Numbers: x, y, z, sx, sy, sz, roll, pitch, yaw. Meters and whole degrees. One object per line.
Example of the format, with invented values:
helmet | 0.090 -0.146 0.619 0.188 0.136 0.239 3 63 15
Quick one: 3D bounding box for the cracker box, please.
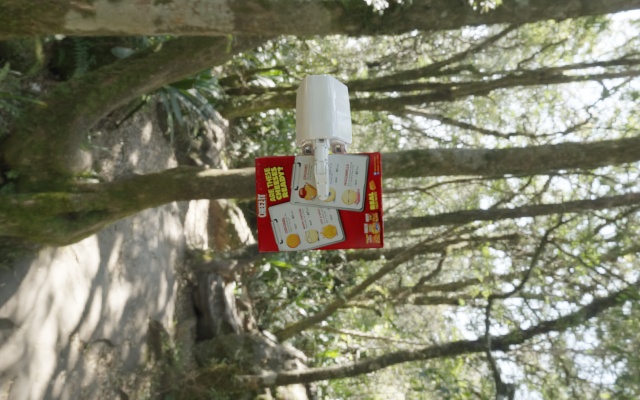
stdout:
cracker box | 0.000 0.003 0.830 0.214 0.164 0.072 -2 -1 5
